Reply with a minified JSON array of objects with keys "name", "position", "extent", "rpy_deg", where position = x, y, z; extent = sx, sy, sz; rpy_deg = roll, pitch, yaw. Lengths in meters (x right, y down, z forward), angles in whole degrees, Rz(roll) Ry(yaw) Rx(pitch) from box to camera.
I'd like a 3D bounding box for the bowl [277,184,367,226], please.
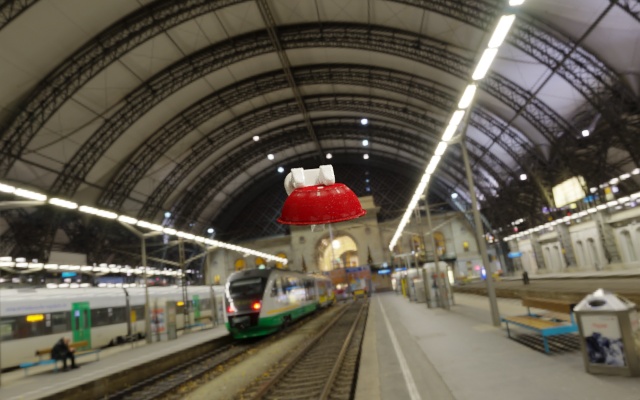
[{"name":"bowl","position":[0.001,0.002,0.855],"extent":[0.162,0.055,0.162],"rpy_deg":[-5,8,1]}]
